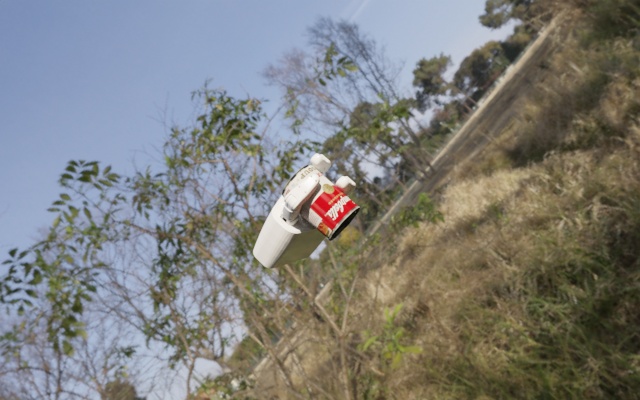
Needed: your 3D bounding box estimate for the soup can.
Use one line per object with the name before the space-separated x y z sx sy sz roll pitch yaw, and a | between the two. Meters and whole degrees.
soup can | 0.000 0.002 0.724 0.102 0.068 0.068 42 11 12
